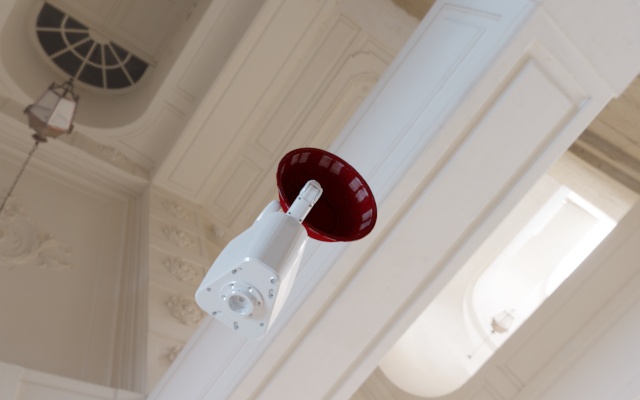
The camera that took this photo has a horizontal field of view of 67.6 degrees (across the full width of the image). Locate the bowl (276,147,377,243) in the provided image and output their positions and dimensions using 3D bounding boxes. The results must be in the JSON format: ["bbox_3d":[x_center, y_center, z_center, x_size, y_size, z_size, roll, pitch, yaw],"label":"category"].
[{"bbox_3d":[0.001,0.002,0.686,0.162,0.162,0.055,0,-34,-35],"label":"bowl"}]
